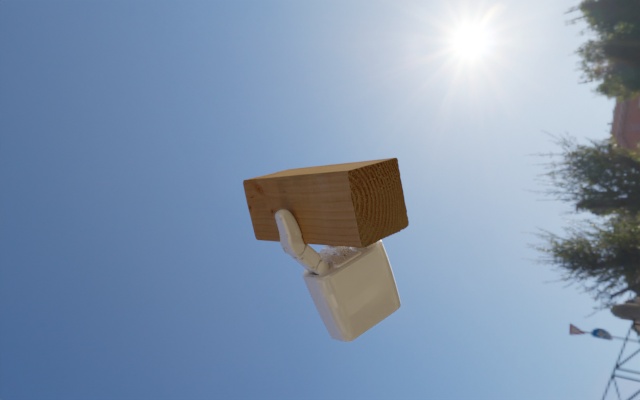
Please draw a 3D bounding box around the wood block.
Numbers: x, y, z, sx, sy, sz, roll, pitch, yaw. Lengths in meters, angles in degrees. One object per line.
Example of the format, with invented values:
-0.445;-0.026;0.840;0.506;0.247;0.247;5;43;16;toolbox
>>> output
0.000;0.003;0.624;0.091;0.090;0.206;-19;11;-41;wood block
